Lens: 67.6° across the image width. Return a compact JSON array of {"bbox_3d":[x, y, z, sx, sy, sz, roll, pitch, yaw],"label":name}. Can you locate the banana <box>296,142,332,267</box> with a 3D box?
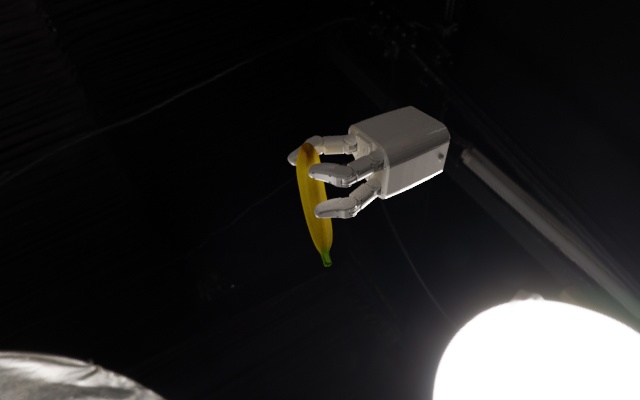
[{"bbox_3d":[-0.006,-0.002,0.702,0.037,0.198,0.069,-19,28,-14],"label":"banana"}]
